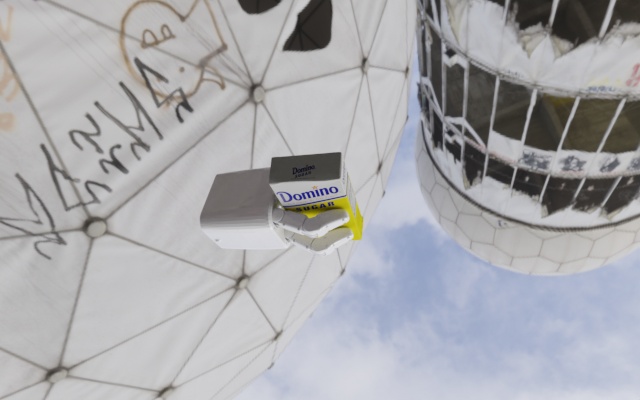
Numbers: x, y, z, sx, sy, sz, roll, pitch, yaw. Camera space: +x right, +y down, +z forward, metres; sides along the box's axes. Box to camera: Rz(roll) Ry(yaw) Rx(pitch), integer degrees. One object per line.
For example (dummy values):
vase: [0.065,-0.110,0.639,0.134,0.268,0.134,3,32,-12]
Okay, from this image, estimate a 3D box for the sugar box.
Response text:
sugar box: [0.000,0.003,0.651,0.093,0.048,0.176,-3,-27,14]
